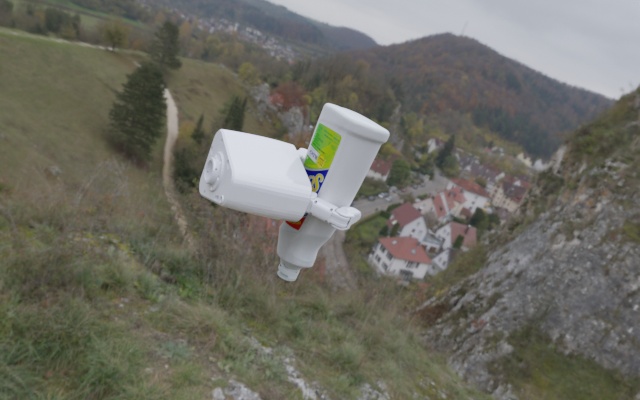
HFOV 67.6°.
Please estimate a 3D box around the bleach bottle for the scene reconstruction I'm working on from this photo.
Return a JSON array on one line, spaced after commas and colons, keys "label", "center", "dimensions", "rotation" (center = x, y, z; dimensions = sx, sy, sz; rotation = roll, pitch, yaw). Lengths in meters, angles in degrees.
[{"label": "bleach bottle", "center": [0.000, 0.002, 0.650], "dimensions": [0.068, 0.251, 0.102], "rotation": [11, 20, -33]}]
